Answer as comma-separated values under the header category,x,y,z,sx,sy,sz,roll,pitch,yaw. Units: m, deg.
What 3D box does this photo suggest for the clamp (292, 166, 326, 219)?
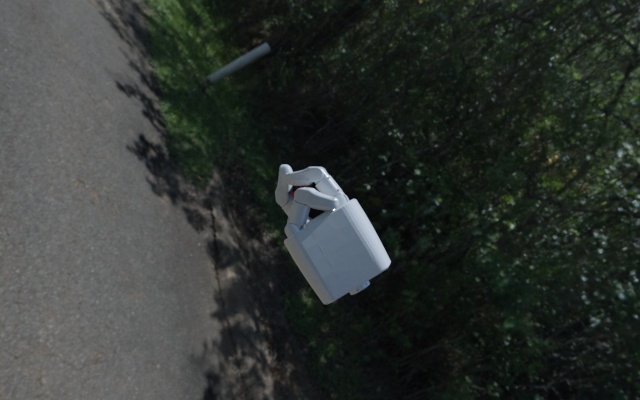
category,x,y,z,sx,sy,sz,roll,pitch,yaw
clamp,0.001,0.002,0.760,0.039,0.120,0.171,-32,-3,16
